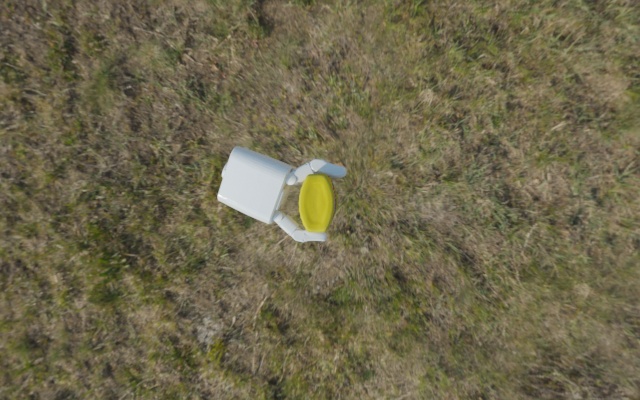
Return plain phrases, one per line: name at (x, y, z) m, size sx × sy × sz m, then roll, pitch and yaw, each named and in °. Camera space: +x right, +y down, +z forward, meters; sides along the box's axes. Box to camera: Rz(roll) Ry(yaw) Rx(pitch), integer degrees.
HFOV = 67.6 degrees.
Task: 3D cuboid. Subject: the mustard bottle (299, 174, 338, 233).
mustard bottle at (0.000, 0.003, 0.859) m, size 0.058 × 0.096 × 0.191 m, roll -1°, pitch 1°, yaw 4°
